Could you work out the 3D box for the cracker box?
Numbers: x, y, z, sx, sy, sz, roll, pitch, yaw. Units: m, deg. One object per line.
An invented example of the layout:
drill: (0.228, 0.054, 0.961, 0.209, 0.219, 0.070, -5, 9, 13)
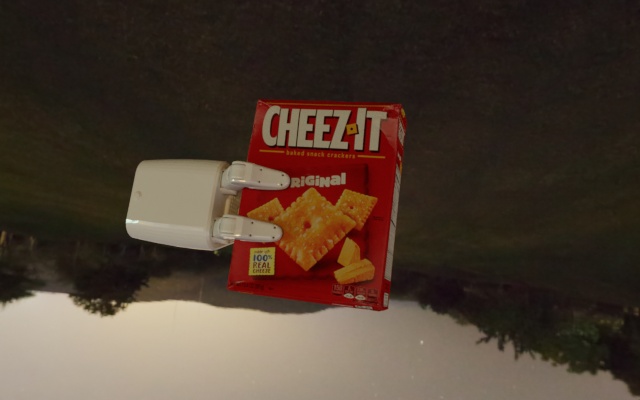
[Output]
cracker box: (0.000, 0.002, 0.518, 0.164, 0.213, 0.072, 5, -11, 14)
